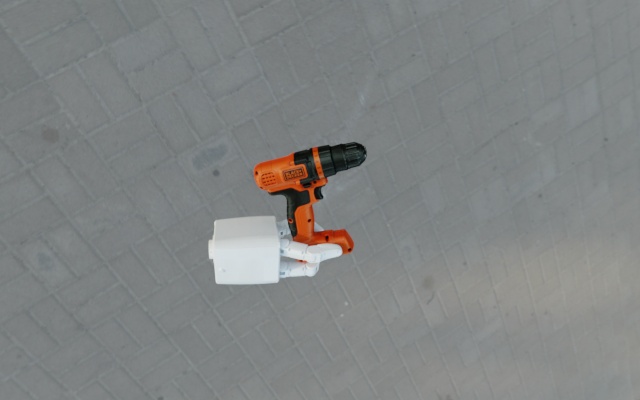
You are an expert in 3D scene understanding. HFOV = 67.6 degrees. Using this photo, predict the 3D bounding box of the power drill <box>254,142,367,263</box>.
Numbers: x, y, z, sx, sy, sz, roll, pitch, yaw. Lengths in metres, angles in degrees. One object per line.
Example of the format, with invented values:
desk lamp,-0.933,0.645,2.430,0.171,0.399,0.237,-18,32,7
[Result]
power drill,0.000,0.003,0.793,0.184,0.188,0.057,-12,21,7
